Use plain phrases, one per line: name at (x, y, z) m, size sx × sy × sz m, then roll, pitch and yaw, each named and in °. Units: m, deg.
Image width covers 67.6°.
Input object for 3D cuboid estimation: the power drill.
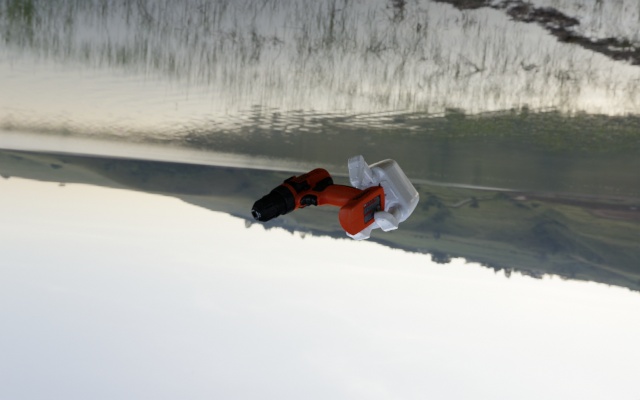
power drill at (0.001, 0.003, 0.815) m, size 0.187 × 0.057 × 0.184 m, roll 17°, pitch 36°, yaw 38°
